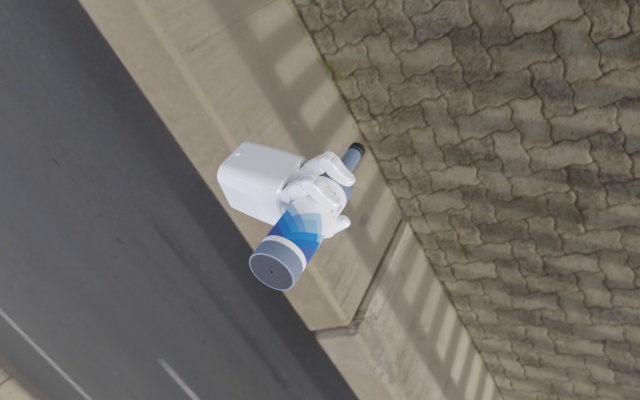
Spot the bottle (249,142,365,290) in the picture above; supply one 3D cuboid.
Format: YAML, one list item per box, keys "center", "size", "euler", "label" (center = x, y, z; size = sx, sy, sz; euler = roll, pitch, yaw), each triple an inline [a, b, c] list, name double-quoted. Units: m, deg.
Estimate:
- center: [0.000, 0.003, 0.704]
  size: [0.069, 0.069, 0.295]
  euler: [0, 37, 32]
  label: "bottle"
